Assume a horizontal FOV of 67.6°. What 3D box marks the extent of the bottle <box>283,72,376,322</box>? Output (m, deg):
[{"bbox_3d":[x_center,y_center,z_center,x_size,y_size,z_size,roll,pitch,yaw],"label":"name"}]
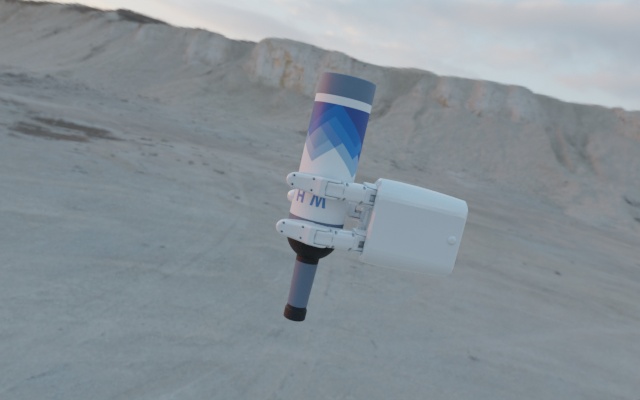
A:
[{"bbox_3d":[0.000,0.002,0.572,0.069,0.296,0.069,13,7,-2],"label":"bottle"}]
